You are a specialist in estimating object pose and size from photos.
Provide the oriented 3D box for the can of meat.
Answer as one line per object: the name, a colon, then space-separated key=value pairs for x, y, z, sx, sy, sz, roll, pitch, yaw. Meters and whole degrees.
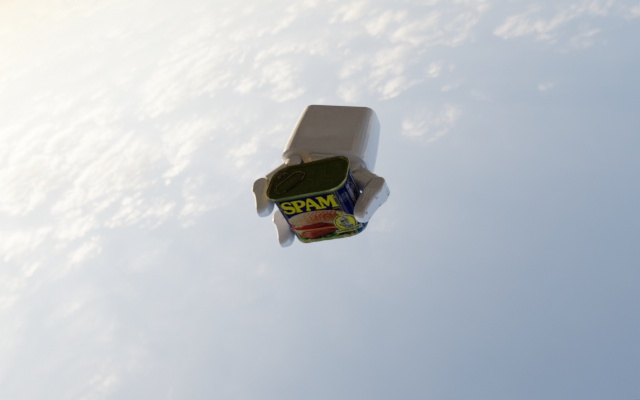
can of meat: x=0.000 y=0.002 z=0.572 sx=0.102 sy=0.057 sz=0.084 roll=-10 pitch=-48 yaw=23
